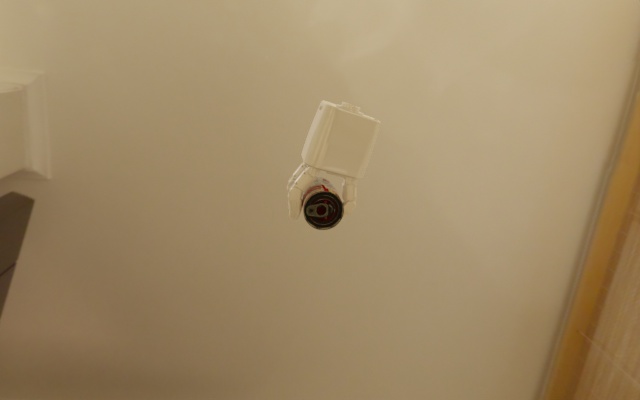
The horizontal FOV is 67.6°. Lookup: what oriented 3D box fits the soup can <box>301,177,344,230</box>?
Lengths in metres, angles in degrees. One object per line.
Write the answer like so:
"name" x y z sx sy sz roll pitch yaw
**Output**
"soup can" 0.000 0.003 0.837 0.068 0.068 0.102 0 17 -6
